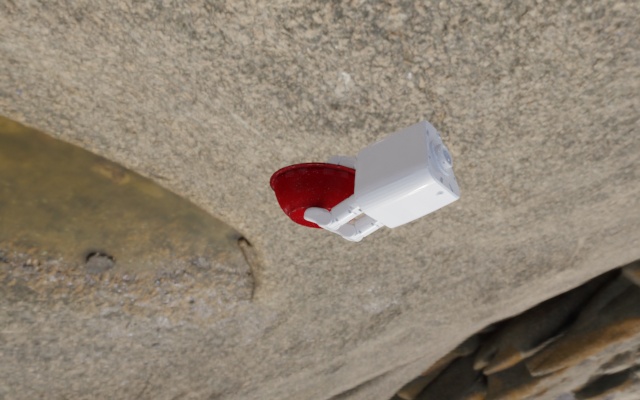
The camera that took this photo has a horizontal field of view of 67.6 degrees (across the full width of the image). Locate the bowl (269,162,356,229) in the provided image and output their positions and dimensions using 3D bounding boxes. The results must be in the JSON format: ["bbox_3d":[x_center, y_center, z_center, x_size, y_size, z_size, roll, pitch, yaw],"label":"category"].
[{"bbox_3d":[-0.001,0.003,0.726,0.162,0.055,0.162,4,-22,2],"label":"bowl"}]
